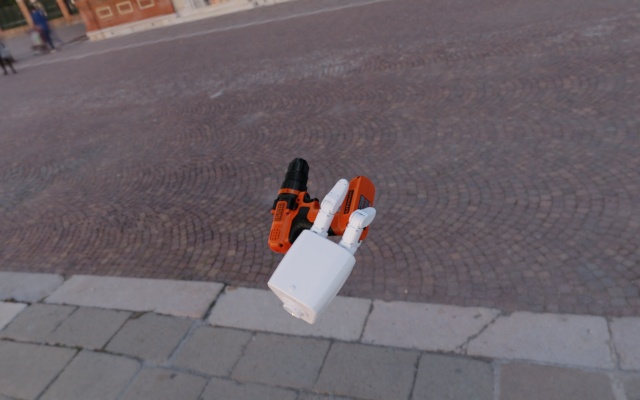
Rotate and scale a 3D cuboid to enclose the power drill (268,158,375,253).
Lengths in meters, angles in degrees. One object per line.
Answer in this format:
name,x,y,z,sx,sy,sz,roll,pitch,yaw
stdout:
power drill,0.000,0.003,0.832,0.187,0.184,0.057,-4,-24,37
